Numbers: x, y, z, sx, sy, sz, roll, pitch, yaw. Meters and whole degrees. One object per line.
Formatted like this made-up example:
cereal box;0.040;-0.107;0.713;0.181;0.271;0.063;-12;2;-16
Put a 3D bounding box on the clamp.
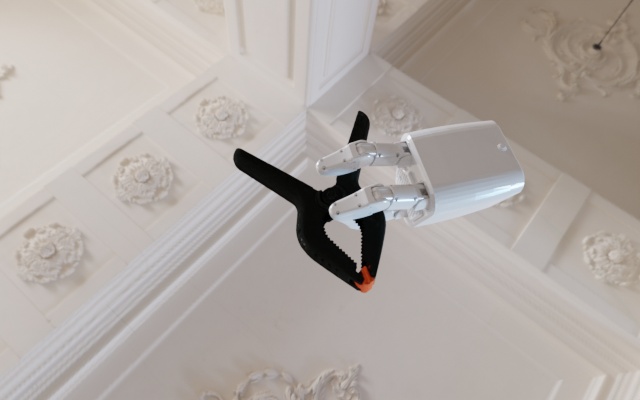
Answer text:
clamp;0.000;0.002;0.514;0.164;0.210;0.036;-13;-28;-6
